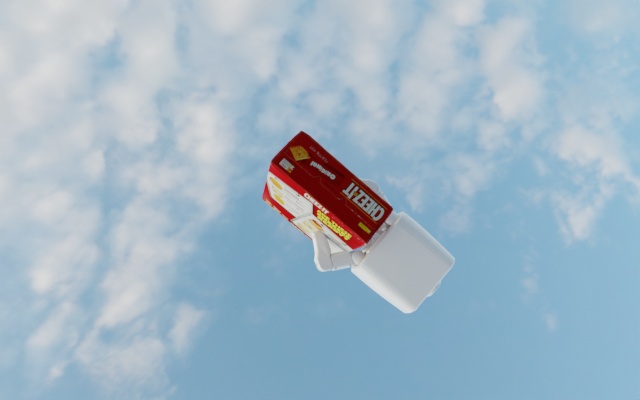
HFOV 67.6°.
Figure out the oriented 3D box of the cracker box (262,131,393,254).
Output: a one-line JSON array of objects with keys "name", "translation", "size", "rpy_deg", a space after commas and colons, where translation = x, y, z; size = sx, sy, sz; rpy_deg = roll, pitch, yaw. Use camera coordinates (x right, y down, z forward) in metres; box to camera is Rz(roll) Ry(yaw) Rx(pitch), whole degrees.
[{"name": "cracker box", "translation": [0.000, 0.003, 0.714], "size": [0.164, 0.072, 0.214], "rpy_deg": [40, -16, 0]}]
